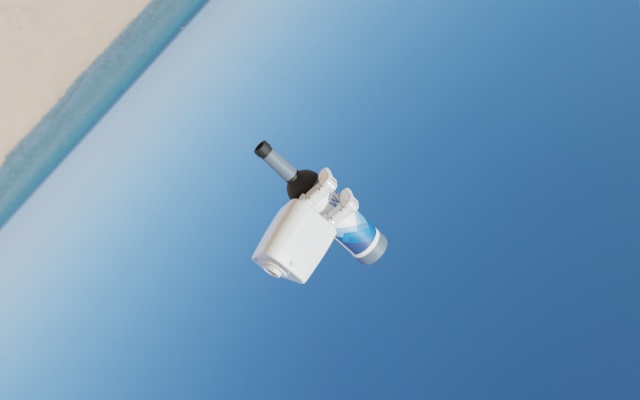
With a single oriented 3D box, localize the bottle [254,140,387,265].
[{"bbox_3d":[0.000,0.003,0.833,0.296,0.069,0.069,42,-21,-24],"label":"bottle"}]
